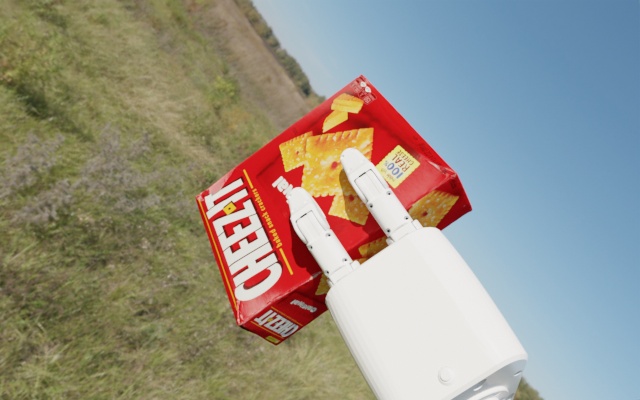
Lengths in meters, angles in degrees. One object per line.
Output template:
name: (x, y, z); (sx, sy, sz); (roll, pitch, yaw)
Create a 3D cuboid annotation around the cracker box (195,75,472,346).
cracker box: (0.000, 0.001, 0.444); (0.214, 0.164, 0.072); (-35, -41, 6)
